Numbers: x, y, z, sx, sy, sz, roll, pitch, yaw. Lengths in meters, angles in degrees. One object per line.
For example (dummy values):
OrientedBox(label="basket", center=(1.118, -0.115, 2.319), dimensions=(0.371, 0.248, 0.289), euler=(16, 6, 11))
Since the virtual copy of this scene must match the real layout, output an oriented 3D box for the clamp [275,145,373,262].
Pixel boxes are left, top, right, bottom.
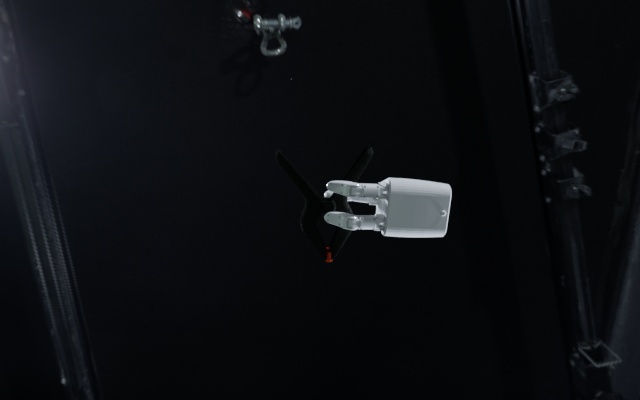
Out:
OrientedBox(label="clamp", center=(0.000, 0.003, 0.830), dimensions=(0.164, 0.210, 0.036), euler=(4, 14, -2))
